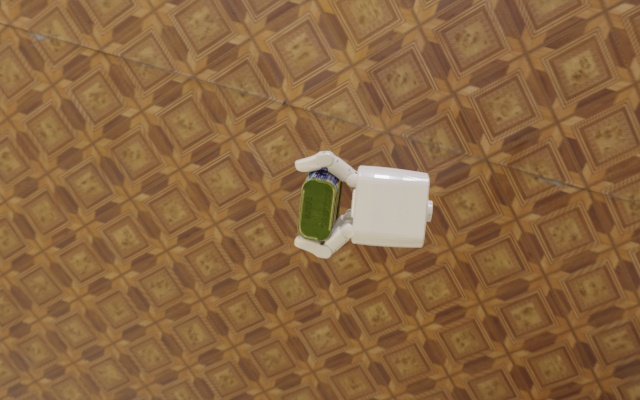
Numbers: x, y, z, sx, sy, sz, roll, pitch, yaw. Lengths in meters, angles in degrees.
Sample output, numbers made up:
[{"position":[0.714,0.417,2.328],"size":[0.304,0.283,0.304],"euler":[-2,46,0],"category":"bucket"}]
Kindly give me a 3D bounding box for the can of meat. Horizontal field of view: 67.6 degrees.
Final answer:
[{"position":[0.000,0.002,0.735],"size":[0.057,0.102,0.084],"euler":[8,19,5],"category":"can of meat"}]
